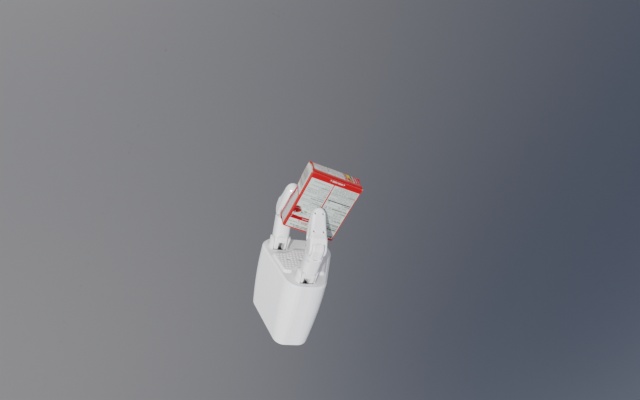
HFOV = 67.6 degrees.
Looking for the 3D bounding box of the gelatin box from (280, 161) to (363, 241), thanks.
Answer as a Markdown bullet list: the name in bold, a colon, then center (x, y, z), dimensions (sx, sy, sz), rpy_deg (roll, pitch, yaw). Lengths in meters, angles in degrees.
- **gelatin box**: center (0.000, 0.002, 0.609), dimensions (0.073, 0.089, 0.030), rpy_deg (19, 28, -23)
